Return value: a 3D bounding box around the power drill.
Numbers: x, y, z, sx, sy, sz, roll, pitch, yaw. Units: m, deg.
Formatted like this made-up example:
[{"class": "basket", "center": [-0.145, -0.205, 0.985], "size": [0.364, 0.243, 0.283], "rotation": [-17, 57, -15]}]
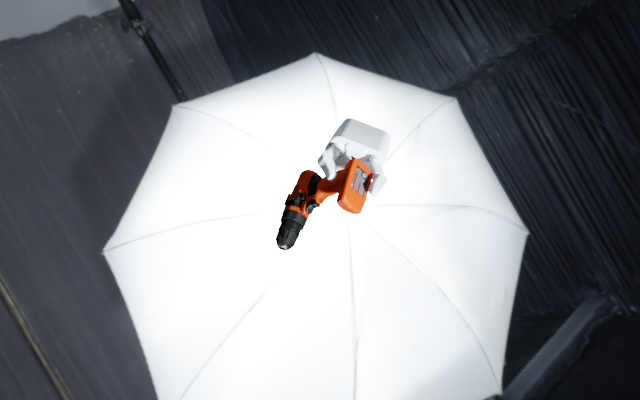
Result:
[{"class": "power drill", "center": [0.001, 0.003, 0.895], "size": [0.188, 0.184, 0.057], "rotation": [-16, -44, 44]}]
